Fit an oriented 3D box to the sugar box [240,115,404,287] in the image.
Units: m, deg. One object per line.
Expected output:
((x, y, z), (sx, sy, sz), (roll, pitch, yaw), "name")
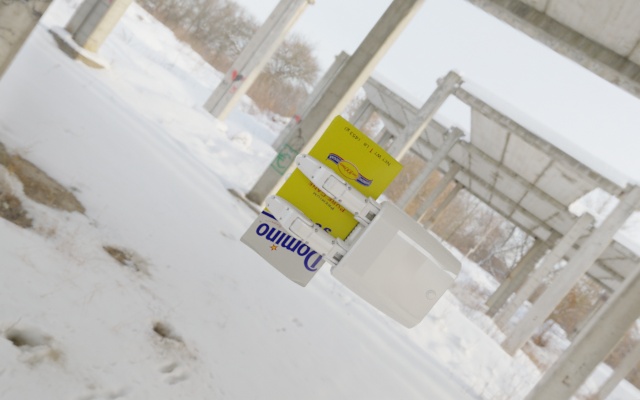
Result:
((0.000, 0.002, 0.533), (0.093, 0.176, 0.048), (38, 5, -3), "sugar box")
